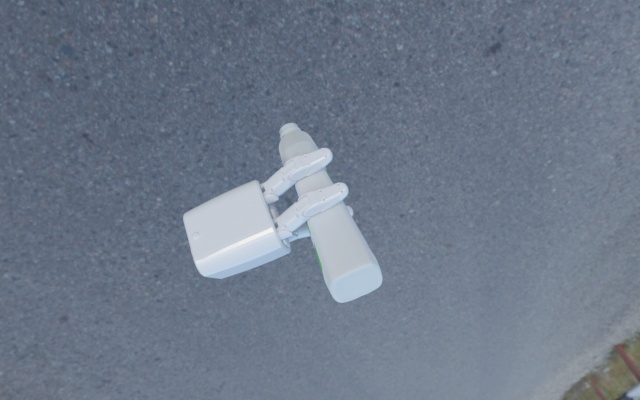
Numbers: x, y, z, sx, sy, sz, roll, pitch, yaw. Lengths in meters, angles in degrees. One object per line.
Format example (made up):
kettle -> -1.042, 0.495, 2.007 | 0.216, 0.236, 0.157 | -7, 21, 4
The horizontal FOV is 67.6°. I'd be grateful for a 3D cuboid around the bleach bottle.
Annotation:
bleach bottle -> 0.000, 0.002, 0.633 | 0.068, 0.250, 0.103 | -23, -29, -1
